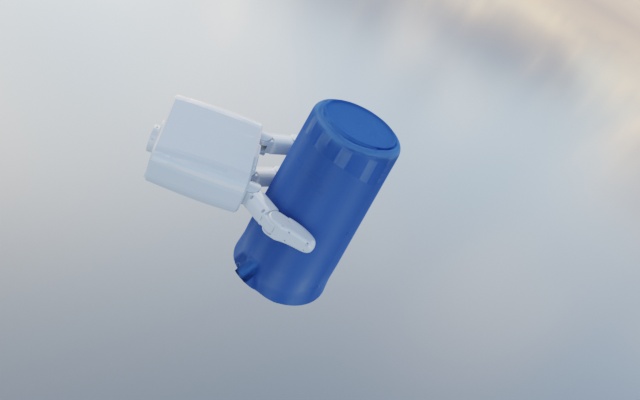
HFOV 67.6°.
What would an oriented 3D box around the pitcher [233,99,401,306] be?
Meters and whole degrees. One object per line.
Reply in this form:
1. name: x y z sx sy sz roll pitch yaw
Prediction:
1. pitcher: 0.000 0.002 0.588 0.145 0.243 0.149 21 34 -14
